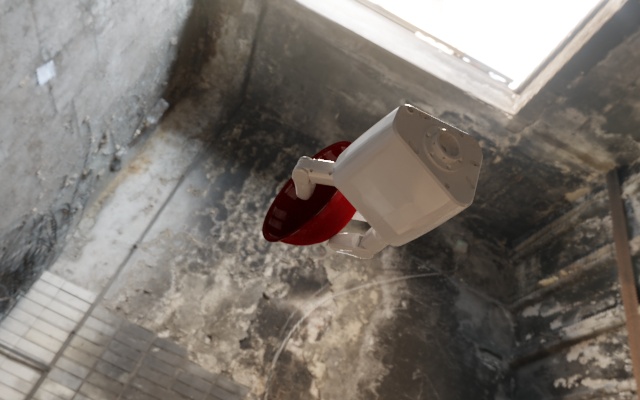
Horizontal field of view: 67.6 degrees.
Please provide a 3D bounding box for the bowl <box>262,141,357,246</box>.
[{"bbox_3d":[0.000,0.002,0.607,0.055,0.162,0.162,42,-19,-22],"label":"bowl"}]
